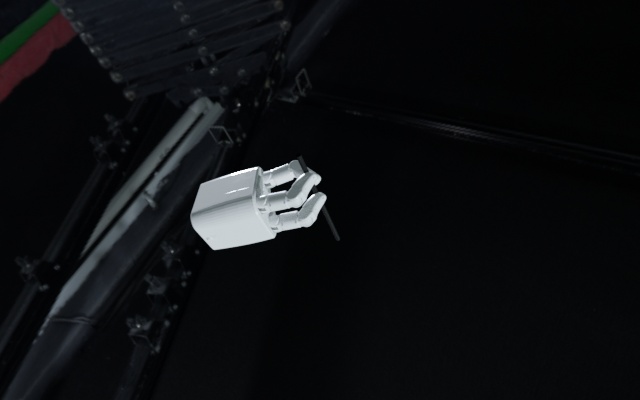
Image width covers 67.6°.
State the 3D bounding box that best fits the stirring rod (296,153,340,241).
[{"bbox_3d":[0.000,0.003,0.785,0.011,0.011,0.240,0,-35,19],"label":"stirring rod"}]
